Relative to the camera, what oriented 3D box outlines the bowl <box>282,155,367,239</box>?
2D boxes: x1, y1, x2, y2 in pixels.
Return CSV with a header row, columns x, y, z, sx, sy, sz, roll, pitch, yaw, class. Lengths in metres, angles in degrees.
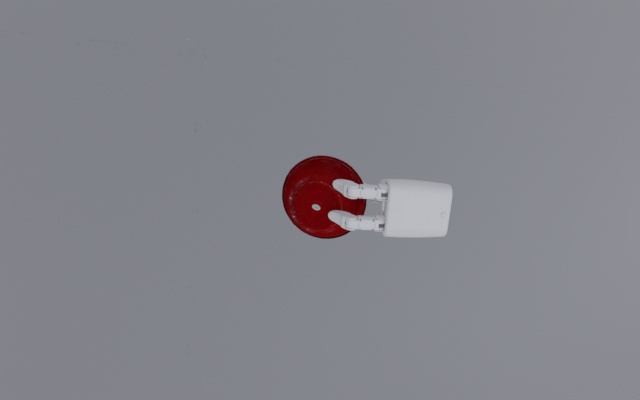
x,y,z,sx,sy,sz,roll,pitch,yaw,class
-0.001,0.003,0.863,0.162,0.162,0.055,0,17,14,bowl
